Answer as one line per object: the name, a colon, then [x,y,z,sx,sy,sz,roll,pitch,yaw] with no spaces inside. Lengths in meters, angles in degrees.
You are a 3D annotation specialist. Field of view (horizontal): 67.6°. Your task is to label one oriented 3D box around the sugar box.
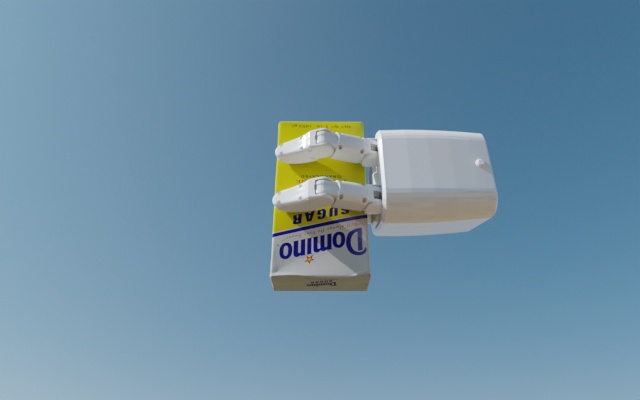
sugar box: [0.000,0.001,0.481,0.093,0.176,0.048,-1,-31,0]
